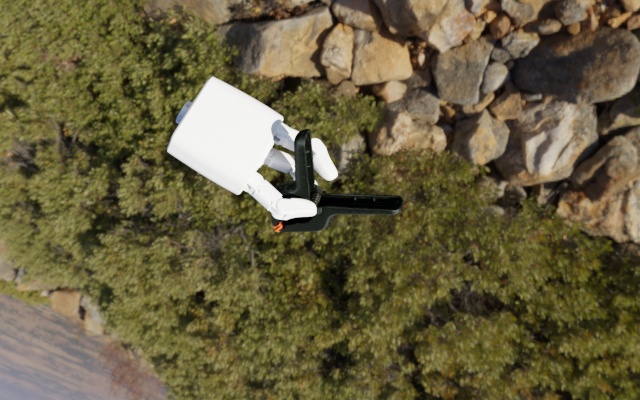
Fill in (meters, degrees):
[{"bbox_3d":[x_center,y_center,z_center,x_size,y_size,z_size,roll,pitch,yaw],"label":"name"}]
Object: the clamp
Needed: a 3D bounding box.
[{"bbox_3d":[-0.001,0.003,0.652,0.164,0.036,0.210,31,-36,-12],"label":"clamp"}]
